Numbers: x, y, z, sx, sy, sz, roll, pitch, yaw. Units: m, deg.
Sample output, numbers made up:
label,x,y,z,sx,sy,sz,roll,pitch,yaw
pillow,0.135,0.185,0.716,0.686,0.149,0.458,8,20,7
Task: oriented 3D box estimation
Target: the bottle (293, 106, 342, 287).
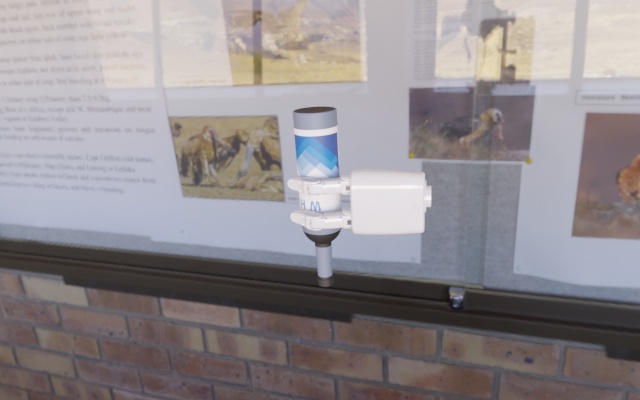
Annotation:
label,x,y,z,sx,sy,sz,roll,pitch,yaw
bottle,0.000,0.002,0.765,0.069,0.296,0.069,-3,19,1
